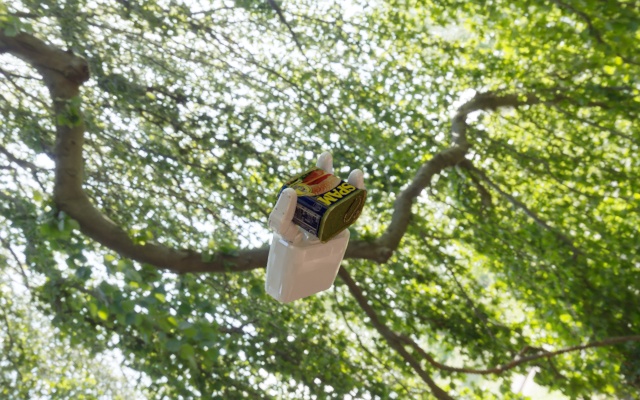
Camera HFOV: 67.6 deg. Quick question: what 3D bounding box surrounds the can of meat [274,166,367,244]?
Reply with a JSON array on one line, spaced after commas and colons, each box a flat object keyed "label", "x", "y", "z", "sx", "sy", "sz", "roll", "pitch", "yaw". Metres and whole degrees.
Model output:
[{"label": "can of meat", "x": 0.000, "y": 0.002, "z": 0.650, "sx": 0.084, "sy": 0.057, "sz": 0.102, "roll": 29, "pitch": 36, "yaw": 25}]
